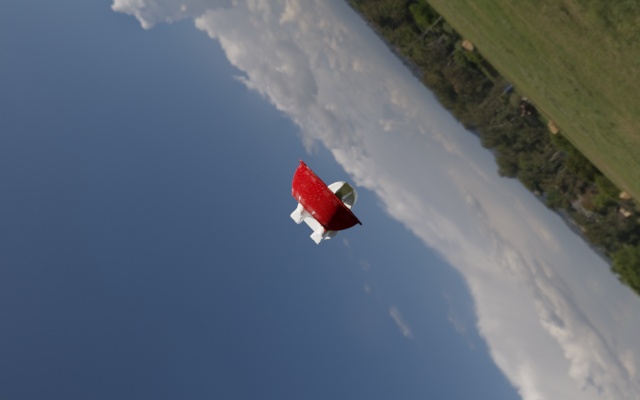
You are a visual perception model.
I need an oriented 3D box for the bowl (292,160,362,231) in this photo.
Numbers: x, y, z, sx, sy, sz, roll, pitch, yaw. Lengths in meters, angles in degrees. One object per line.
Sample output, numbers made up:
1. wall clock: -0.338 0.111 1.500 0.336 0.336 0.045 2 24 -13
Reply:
1. bowl: 0.000 0.003 0.852 0.055 0.162 0.162 -44 0 0
